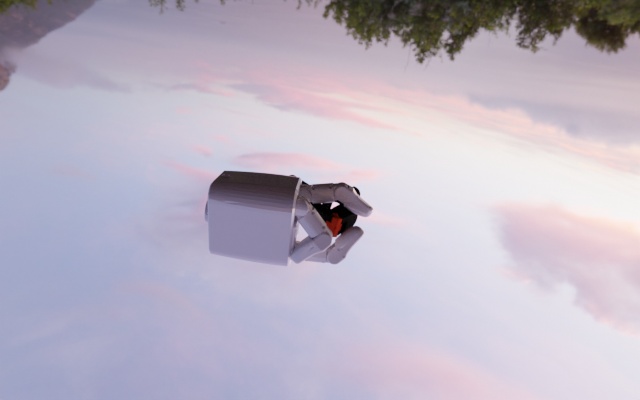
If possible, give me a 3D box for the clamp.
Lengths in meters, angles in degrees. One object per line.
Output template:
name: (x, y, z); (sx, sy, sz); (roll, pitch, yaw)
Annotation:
clamp: (0.000, 0.003, 0.681); (0.120, 0.039, 0.171); (7, 16, 0)
